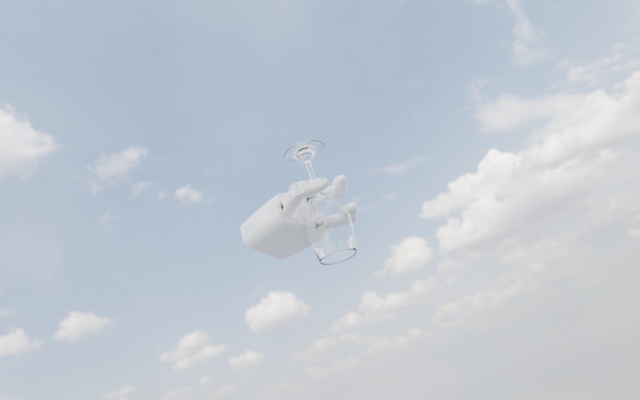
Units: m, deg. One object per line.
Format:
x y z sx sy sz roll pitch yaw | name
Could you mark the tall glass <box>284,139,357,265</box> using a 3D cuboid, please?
0.000 0.002 0.790 0.079 0.201 0.079 -15 -24 -7 | tall glass
